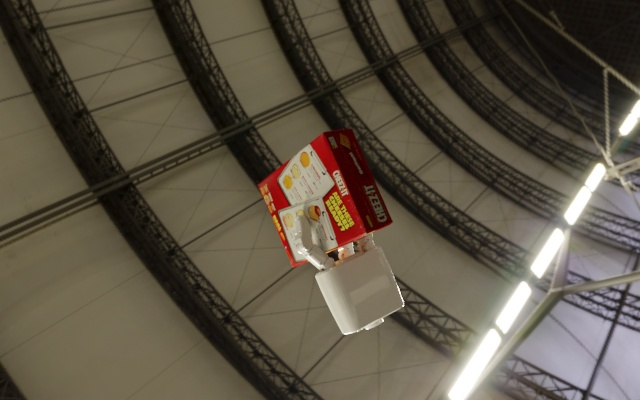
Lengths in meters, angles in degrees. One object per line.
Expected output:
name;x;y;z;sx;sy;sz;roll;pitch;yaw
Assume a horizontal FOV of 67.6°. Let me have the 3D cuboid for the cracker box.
cracker box;0.000;0.003;0.787;0.072;0.164;0.214;-18;-9;-40
